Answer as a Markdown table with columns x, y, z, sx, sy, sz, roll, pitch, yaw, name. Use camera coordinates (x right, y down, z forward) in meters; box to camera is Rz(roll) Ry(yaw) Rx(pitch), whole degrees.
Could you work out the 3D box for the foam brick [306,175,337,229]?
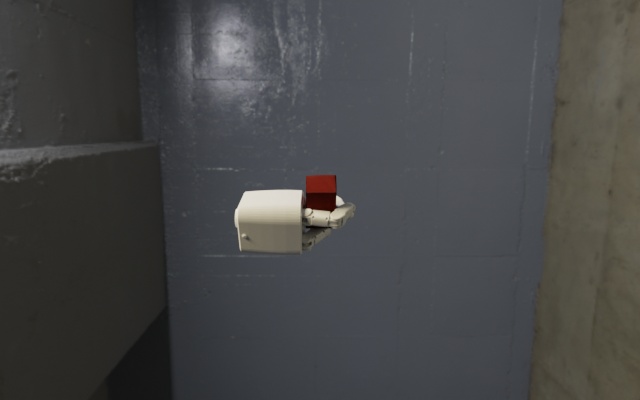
| x | y | z | sx | sy | sz | roll | pitch | yaw | name |
| --- | --- | --- | --- | --- | --- | --- | --- | --- | --- |
| 0.000 | 0.002 | 0.806 | 0.051 | 0.078 | 0.053 | 1 | 36 | -1 | foam brick |
